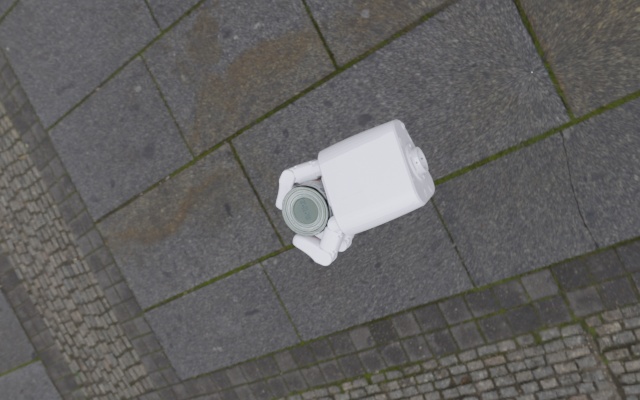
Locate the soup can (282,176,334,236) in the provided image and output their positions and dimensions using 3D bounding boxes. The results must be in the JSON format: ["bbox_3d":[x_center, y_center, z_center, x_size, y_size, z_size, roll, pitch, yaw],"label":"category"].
[{"bbox_3d":[0.000,0.002,0.641,0.068,0.068,0.102,0,14,24],"label":"soup can"}]
